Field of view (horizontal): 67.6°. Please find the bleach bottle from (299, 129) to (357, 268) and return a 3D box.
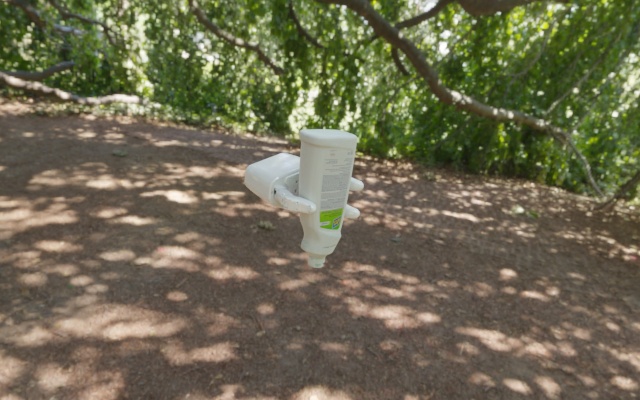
[{"bbox_3d":[0.000,0.003,0.852,0.102,0.251,0.068,-6,22,-36],"label":"bleach bottle"}]
